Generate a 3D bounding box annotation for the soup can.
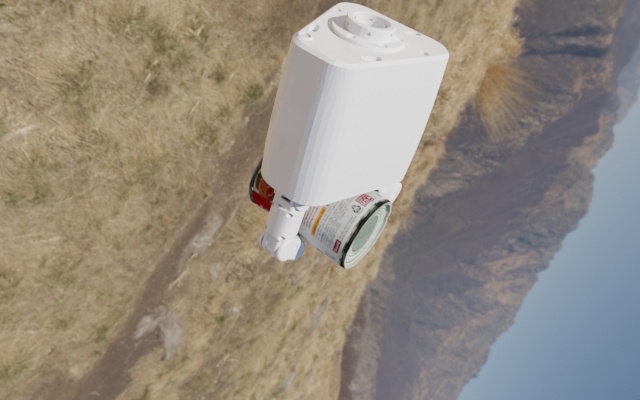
[{"bbox_3d":[0.000,0.002,0.400,0.102,0.068,0.068,35,14,21],"label":"soup can"}]
